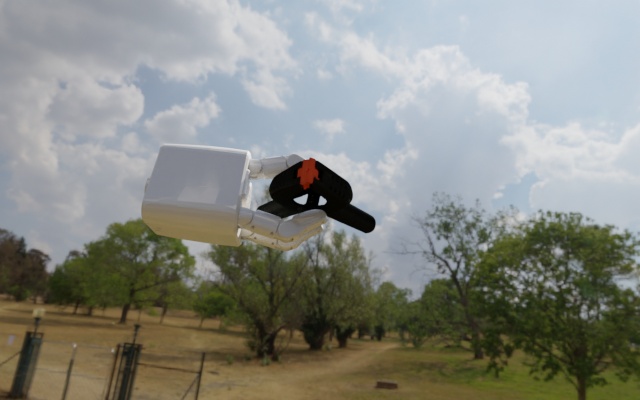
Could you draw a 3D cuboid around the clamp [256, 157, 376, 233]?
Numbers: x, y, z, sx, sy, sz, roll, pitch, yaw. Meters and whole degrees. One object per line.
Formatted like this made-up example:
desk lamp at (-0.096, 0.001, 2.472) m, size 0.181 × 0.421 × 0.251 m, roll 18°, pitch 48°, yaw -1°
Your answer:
clamp at (0.000, 0.001, 0.573) m, size 0.164 × 0.036 × 0.210 m, roll 6°, pitch -17°, yaw -3°
